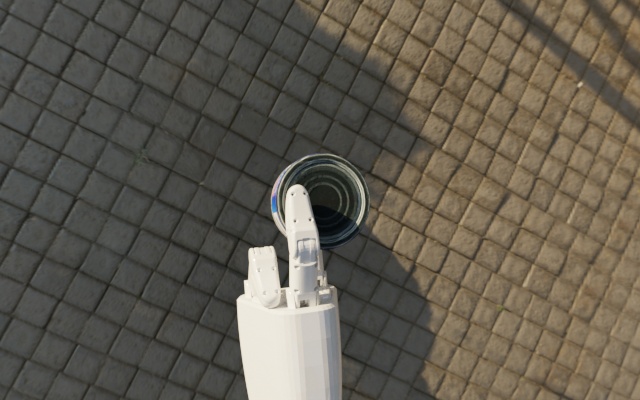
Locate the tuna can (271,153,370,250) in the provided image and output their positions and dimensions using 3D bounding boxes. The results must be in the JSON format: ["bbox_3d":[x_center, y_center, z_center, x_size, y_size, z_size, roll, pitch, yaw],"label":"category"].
[{"bbox_3d":[0.000,0.001,0.426,0.086,0.086,0.034,0,-3,-12],"label":"tuna can"}]
